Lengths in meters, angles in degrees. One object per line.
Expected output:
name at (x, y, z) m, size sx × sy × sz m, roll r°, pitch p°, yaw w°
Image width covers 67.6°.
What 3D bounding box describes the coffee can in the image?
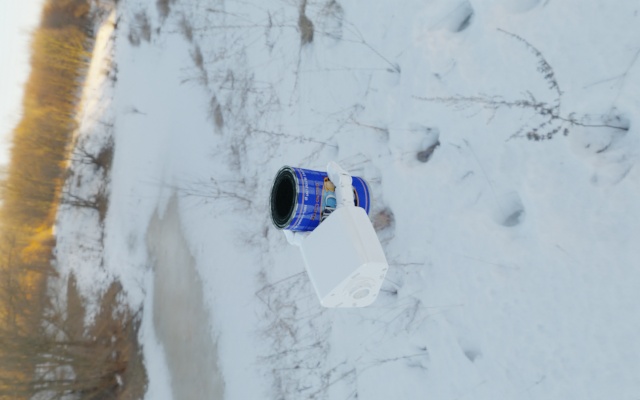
coffee can at (0.000, 0.002, 0.781) m, size 0.140 × 0.103 × 0.103 m, roll 7°, pitch -3°, yaw -30°
